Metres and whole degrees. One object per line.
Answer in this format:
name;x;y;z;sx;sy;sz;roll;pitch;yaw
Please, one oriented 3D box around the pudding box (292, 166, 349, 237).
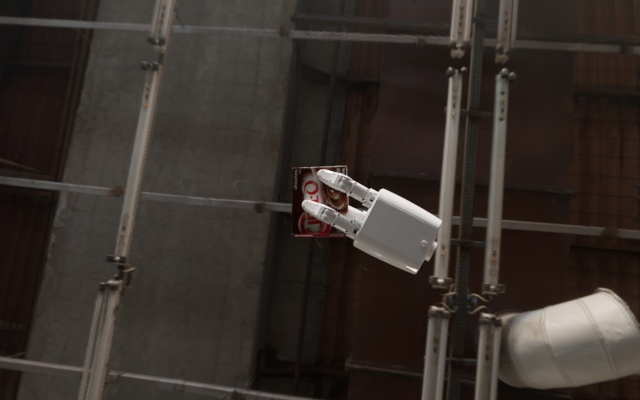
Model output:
pudding box;0.000;0.003;0.777;0.090;0.113;0.039;-1;-11;8
